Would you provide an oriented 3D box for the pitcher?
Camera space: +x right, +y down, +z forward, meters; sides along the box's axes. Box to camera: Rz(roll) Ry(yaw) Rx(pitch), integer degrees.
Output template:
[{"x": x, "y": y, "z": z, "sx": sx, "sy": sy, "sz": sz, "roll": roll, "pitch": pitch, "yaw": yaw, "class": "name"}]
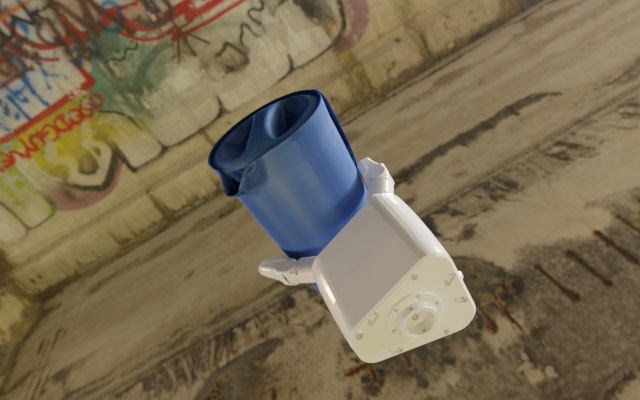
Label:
[{"x": 0.000, "y": 0.002, "z": 0.545, "sx": 0.149, "sy": 0.243, "sz": 0.145, "roll": -34, "pitch": 30, "yaw": -2, "class": "pitcher"}]
